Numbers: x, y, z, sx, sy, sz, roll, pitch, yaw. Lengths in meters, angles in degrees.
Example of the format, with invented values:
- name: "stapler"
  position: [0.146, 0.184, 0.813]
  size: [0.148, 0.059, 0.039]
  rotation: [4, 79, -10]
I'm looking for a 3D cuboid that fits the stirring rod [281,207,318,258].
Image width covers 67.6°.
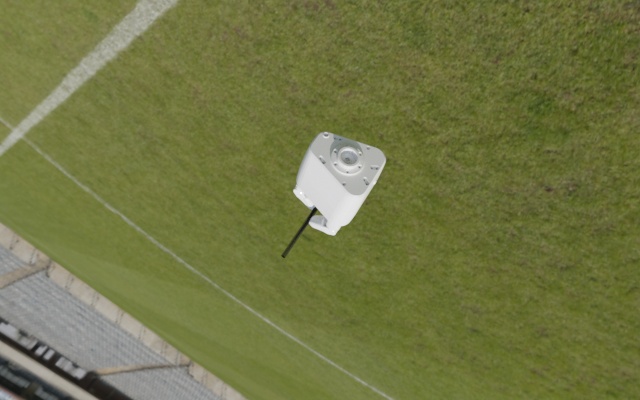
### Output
- name: "stirring rod"
  position: [0.000, 0.003, 0.834]
  size: [0.011, 0.239, 0.011]
  rotation: [27, -26, 15]
